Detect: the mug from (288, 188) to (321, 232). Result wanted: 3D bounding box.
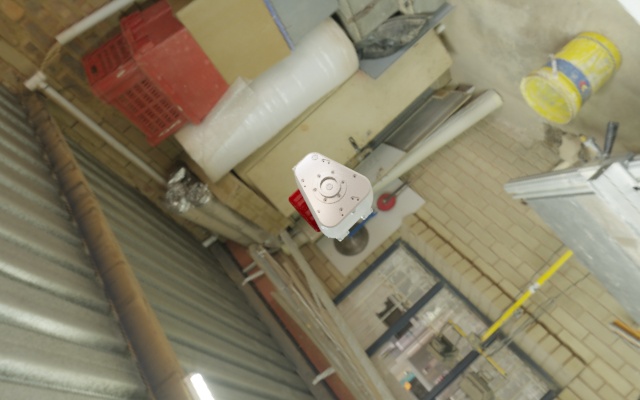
[{"bbox_3d":[0.000,0.003,0.840,0.081,0.093,0.117,-42,-13,-4],"label":"mug"}]
